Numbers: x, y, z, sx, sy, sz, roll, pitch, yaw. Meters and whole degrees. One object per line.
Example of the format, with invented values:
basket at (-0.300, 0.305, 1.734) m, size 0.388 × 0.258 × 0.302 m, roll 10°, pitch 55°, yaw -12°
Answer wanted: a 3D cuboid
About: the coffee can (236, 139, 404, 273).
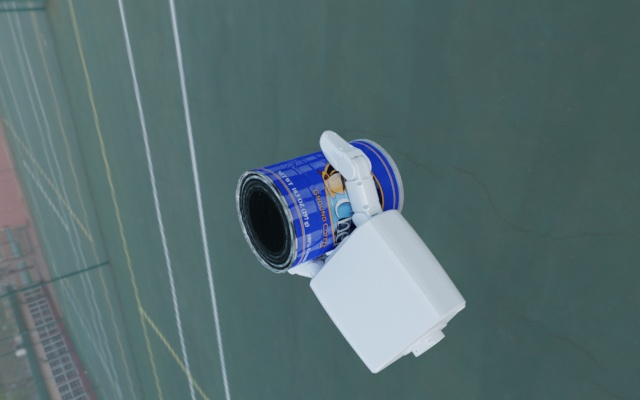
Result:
coffee can at (0.000, 0.001, 0.490) m, size 0.140 × 0.103 × 0.103 m, roll -20°, pitch 11°, yaw -34°
